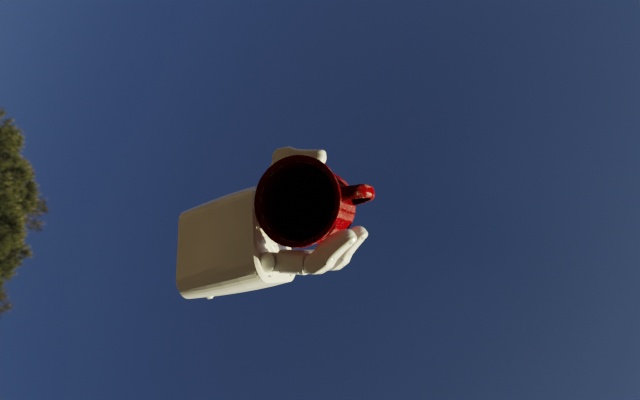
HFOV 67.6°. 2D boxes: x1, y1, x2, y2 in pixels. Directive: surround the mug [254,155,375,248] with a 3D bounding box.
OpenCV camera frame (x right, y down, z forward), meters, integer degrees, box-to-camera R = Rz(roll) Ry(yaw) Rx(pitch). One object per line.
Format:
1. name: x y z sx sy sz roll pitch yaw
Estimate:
1. mug: 0.001 0.001 0.505 0.117 0.093 0.081 -14 -10 18
